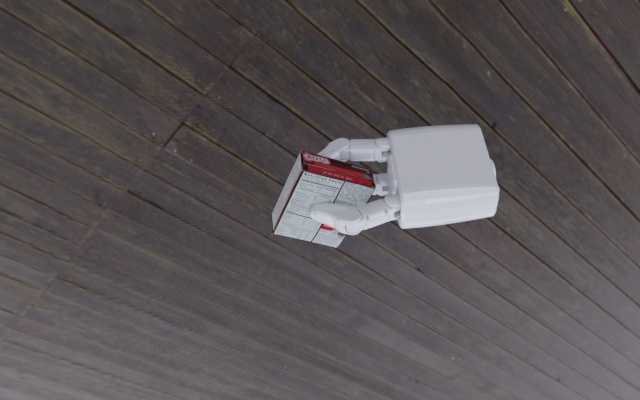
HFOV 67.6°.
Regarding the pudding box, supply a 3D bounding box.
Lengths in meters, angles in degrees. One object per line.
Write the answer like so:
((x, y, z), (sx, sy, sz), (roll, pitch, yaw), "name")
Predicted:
((0.000, 0.002, 0.560), (0.090, 0.114, 0.039), (14, 40, -17), "pudding box")
